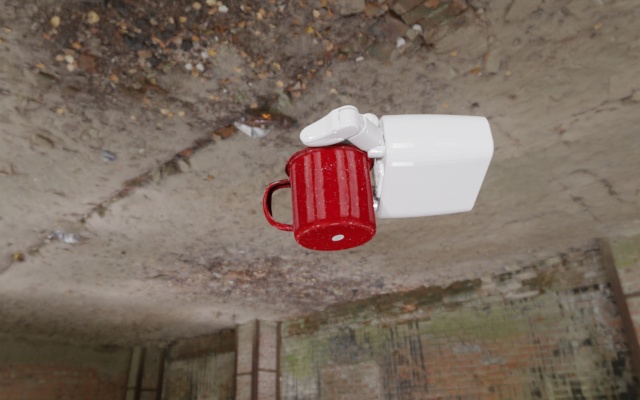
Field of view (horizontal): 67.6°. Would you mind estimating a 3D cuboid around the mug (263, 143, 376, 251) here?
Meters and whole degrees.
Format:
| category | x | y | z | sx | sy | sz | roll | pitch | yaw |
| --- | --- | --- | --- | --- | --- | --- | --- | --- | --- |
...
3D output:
| category | x | y | z | sx | sy | sz | roll | pitch | yaw |
| --- | --- | --- | --- | --- | --- | --- | --- | --- | --- |
| mug | -0.001 | 0.002 | 0.480 | 0.117 | 0.081 | 0.093 | -4 | -25 | 0 |
